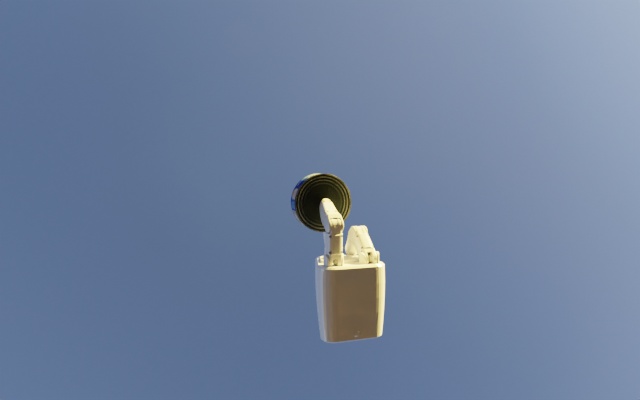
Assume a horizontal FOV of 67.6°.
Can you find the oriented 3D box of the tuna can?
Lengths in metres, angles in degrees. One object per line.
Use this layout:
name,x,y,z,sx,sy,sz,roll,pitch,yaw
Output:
tuna can,0.000,0.002,0.708,0.086,0.086,0.034,0,5,-17
